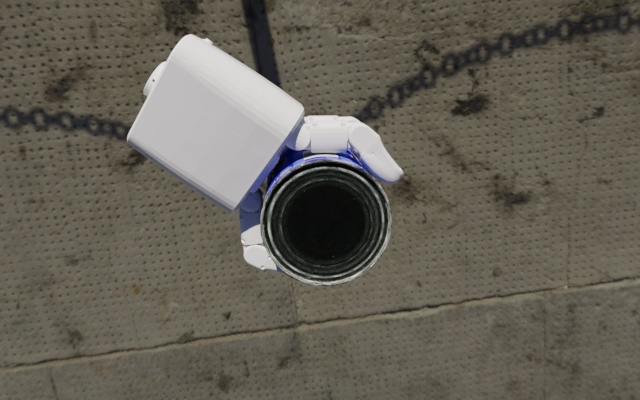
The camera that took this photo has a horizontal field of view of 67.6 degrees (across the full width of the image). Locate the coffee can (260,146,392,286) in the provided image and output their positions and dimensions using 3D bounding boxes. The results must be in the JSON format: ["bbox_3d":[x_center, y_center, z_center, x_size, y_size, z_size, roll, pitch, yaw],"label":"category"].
[{"bbox_3d":[0.000,0.002,0.433,0.103,0.103,0.140,0,14,-4],"label":"coffee can"}]
